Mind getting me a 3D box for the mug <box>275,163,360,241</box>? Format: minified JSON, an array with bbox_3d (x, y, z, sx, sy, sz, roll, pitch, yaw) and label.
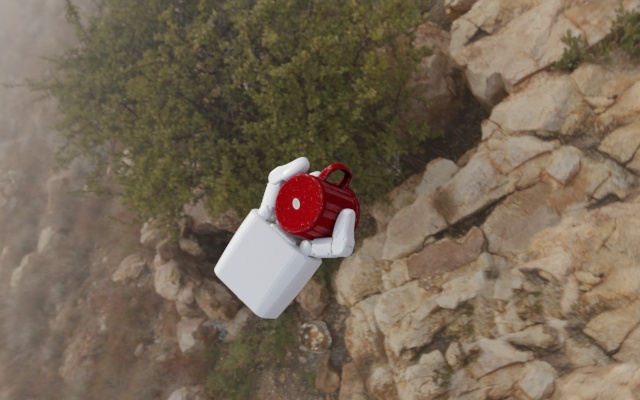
[{"bbox_3d":[0.001,0.001,0.637,0.093,0.117,0.081,42,13,35],"label":"mug"}]
